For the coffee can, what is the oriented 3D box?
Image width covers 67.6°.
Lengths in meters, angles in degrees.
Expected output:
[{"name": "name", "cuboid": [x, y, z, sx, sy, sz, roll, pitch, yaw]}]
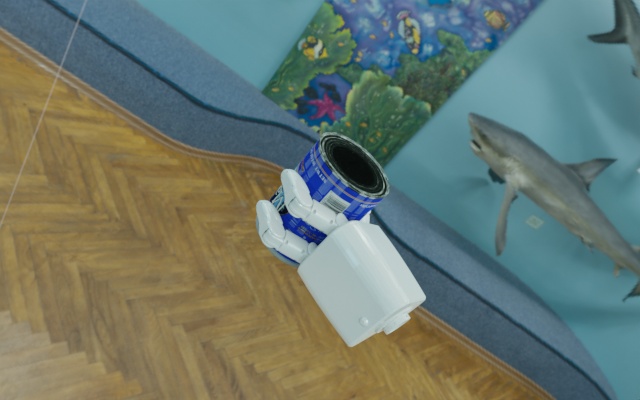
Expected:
[{"name": "coffee can", "cuboid": [0.000, 0.002, 0.585, 0.103, 0.102, 0.140, 0, -40, -48]}]
